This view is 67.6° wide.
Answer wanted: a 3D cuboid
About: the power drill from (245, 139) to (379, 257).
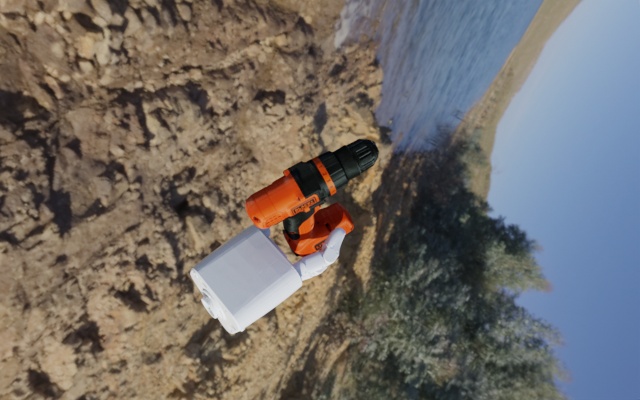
[{"bbox_3d":[0.000,0.003,0.665,0.184,0.057,0.188,-27,-26,-4],"label":"power drill"}]
